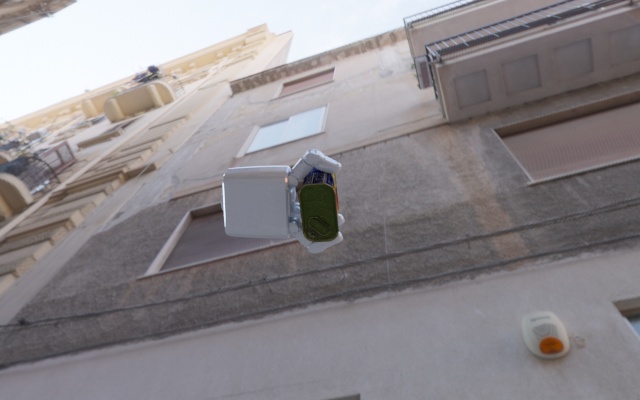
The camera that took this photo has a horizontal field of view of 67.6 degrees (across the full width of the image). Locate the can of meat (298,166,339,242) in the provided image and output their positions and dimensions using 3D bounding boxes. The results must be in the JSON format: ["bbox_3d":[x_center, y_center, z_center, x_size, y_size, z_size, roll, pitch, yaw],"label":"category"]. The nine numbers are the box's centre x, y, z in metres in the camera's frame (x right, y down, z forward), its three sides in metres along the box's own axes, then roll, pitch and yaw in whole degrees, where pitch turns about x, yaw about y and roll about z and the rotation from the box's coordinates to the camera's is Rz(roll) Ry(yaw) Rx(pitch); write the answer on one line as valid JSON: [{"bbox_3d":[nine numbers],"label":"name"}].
[{"bbox_3d":[0.000,0.002,0.774,0.057,0.102,0.084,-4,26,6],"label":"can of meat"}]
